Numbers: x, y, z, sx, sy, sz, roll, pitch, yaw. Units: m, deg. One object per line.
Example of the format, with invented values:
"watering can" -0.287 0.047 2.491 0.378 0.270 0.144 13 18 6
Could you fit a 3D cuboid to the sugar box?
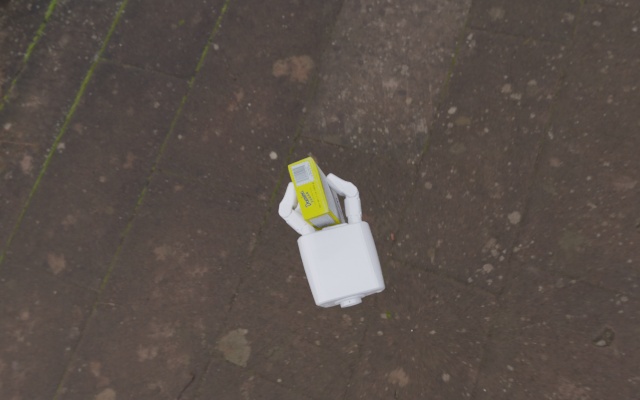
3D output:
"sugar box" 0.000 0.003 0.781 0.048 0.093 0.176 -18 -18 6
